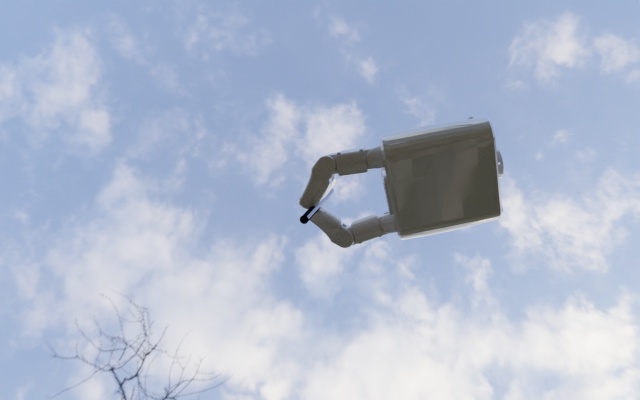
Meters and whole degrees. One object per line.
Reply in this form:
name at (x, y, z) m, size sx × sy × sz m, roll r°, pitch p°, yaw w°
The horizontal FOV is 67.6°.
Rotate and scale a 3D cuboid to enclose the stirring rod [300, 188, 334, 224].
stirring rod at (0.000, 0.002, 0.540) m, size 0.011 × 0.011 × 0.239 m, roll 0°, pitch 7°, yaw 7°
